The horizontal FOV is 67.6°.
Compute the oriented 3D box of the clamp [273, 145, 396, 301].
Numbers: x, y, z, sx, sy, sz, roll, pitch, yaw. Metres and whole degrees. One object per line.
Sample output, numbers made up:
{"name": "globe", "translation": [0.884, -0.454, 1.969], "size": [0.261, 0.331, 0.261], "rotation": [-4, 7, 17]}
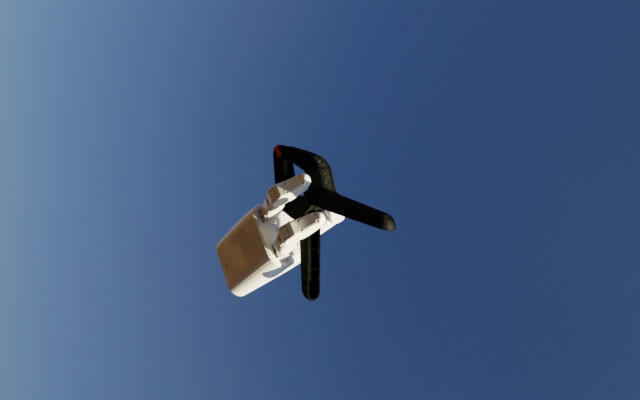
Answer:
{"name": "clamp", "translation": [0.000, 0.002, 0.620], "size": [0.165, 0.210, 0.036], "rotation": [-39, -26, 32]}
